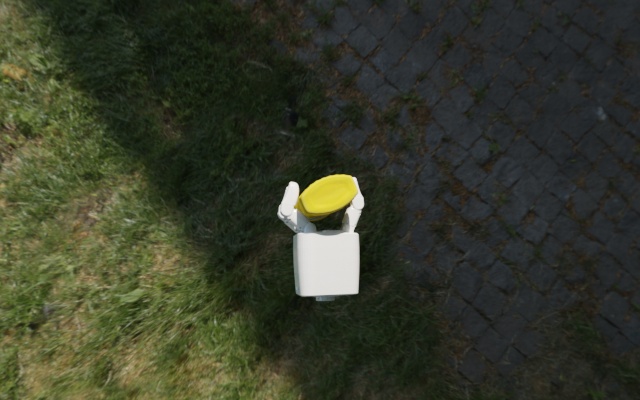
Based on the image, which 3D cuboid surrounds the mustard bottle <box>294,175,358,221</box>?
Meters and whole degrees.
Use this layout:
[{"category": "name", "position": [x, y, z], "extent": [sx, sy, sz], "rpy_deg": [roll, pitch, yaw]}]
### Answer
[{"category": "mustard bottle", "position": [0.000, 0.002, 0.855], "extent": [0.096, 0.058, 0.191], "rpy_deg": [-24, -3, -12]}]
